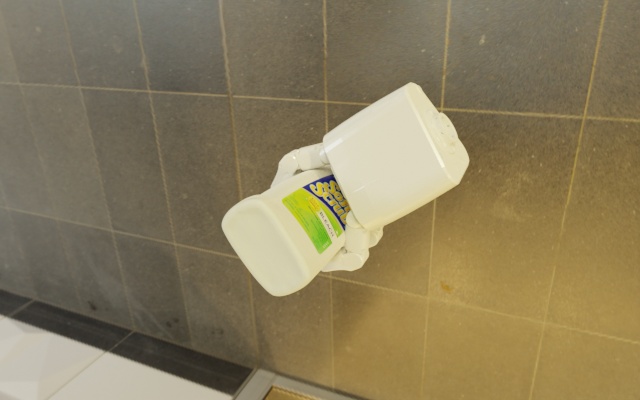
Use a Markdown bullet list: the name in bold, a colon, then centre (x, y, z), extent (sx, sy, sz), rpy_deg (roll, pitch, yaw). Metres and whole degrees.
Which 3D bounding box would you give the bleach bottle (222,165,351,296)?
- **bleach bottle**: centre (0.000, 0.002, 0.543), extent (0.068, 0.102, 0.250), rpy_deg (-30, 7, 33)
